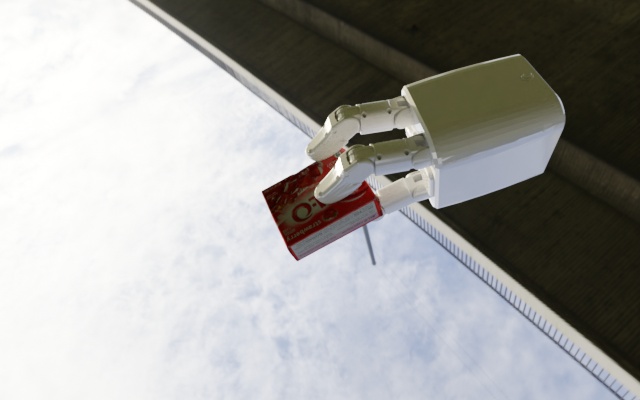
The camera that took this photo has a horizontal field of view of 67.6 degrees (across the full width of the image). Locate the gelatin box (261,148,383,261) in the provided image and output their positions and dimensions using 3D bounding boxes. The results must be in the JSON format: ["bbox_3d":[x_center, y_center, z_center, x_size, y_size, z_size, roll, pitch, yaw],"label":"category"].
[{"bbox_3d":[0.000,0.002,0.429,0.089,0.073,0.030,-29,-40,-1],"label":"gelatin box"}]
